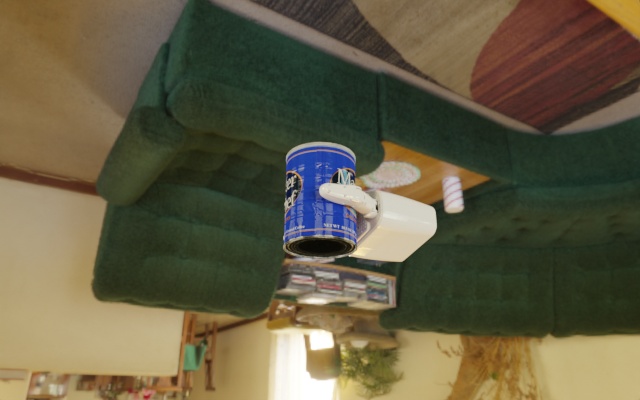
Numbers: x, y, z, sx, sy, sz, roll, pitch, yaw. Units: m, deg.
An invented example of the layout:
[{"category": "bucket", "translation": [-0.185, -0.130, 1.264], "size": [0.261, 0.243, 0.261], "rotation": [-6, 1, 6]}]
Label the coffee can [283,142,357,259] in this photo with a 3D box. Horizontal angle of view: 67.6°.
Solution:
[{"category": "coffee can", "translation": [0.000, 0.002, 0.681], "size": [0.103, 0.140, 0.103], "rotation": [0, -23, 0]}]
